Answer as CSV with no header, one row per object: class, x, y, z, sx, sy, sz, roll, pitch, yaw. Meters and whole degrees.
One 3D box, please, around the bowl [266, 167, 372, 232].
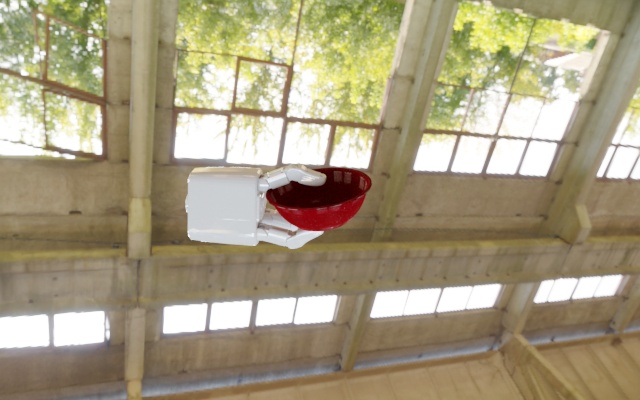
bowl,0.001,0.003,0.729,0.162,0.055,0.162,-7,23,3
